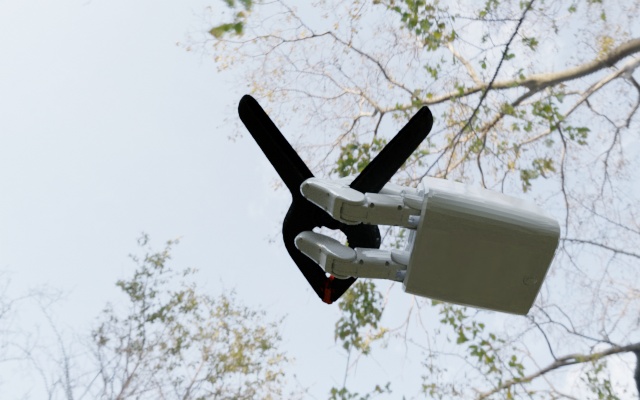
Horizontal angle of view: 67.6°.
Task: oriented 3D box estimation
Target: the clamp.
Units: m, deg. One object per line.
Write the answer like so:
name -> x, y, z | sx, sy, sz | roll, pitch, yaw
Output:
clamp -> 0.000, 0.002, 0.439 | 0.164, 0.210, 0.036 | 13, 29, 10
